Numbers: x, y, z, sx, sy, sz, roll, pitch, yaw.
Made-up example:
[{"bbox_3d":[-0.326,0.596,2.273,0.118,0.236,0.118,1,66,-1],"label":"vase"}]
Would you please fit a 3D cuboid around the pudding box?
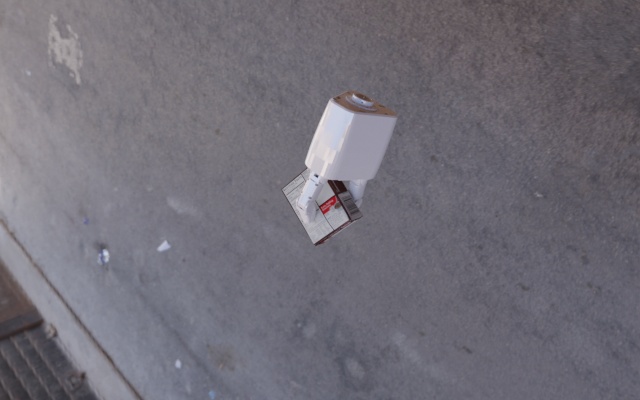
[{"bbox_3d":[0.000,0.002,0.761,0.090,0.113,0.039,-37,-13,35],"label":"pudding box"}]
